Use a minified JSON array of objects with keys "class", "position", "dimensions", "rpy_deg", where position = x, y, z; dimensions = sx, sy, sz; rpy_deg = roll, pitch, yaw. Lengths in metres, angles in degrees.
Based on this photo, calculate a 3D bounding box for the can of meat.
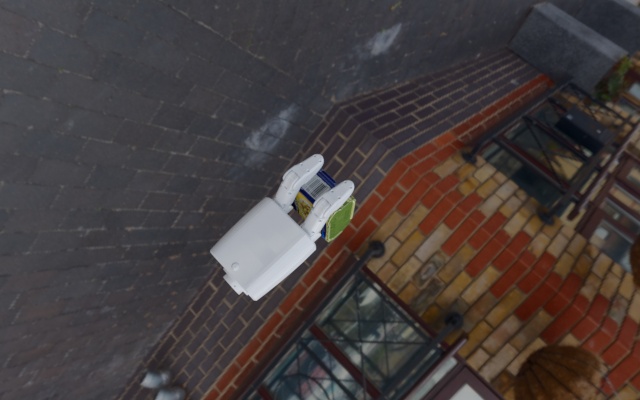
[{"class":"can of meat","position":[0.000,0.002,0.671],"dimensions":[0.057,0.084,0.102],"rpy_deg":[-41,-18,-17]}]
